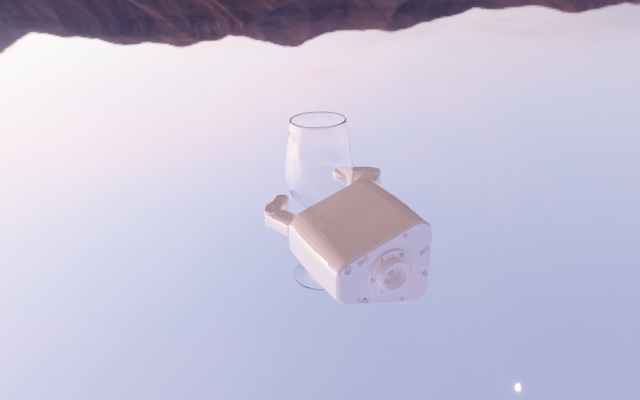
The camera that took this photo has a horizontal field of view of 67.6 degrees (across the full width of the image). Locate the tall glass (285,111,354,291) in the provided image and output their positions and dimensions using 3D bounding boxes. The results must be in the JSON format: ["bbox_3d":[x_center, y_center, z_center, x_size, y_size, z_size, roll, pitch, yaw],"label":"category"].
[{"bbox_3d":[0.000,0.002,0.557,0.079,0.201,0.079,-2,26,1],"label":"tall glass"}]
